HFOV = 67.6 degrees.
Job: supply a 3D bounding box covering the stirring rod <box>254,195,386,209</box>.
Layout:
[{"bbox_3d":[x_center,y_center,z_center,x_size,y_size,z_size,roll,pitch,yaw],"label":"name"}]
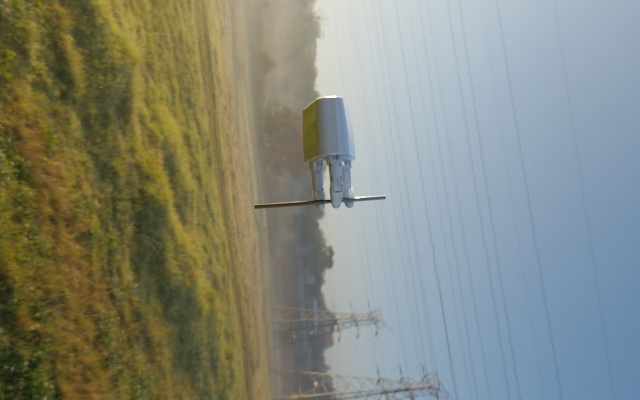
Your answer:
[{"bbox_3d":[0.000,0.003,0.872,0.239,0.011,0.011,-4,0,-5],"label":"stirring rod"}]
